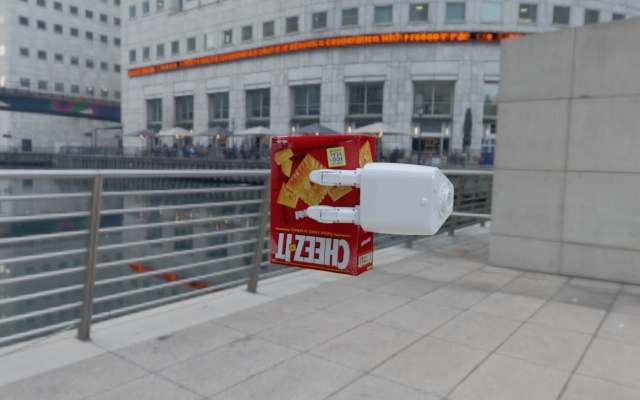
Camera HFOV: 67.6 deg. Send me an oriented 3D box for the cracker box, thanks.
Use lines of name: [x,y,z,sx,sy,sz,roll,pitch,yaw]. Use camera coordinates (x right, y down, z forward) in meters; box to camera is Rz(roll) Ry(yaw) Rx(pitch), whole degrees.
cracker box: [0.000,0.002,0.769,0.164,0.214,0.072,4,5,30]
